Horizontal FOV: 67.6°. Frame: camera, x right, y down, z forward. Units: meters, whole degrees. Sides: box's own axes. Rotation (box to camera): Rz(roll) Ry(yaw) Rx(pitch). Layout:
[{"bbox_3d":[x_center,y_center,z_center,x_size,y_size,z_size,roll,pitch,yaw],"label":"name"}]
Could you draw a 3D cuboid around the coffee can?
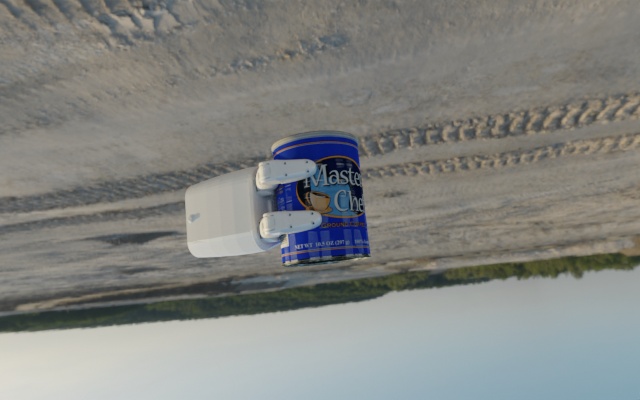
[{"bbox_3d":[0.000,0.002,0.554,0.103,0.140,0.103,-6,-10,-1],"label":"coffee can"}]
